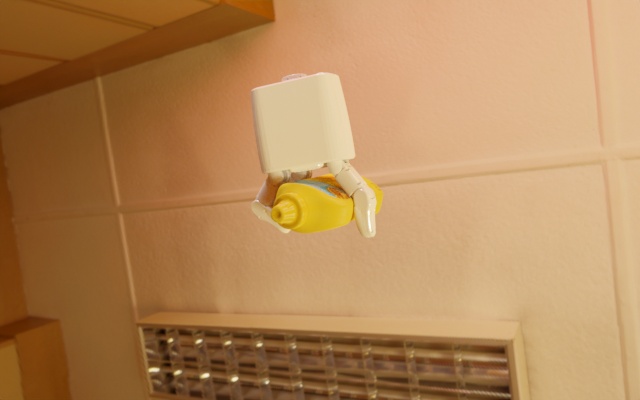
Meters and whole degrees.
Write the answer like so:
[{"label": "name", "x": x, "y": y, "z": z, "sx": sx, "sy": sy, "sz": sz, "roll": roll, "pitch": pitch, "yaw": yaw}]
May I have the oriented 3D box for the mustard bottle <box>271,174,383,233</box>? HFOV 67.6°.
[{"label": "mustard bottle", "x": 0.000, "y": 0.002, "z": 0.598, "sx": 0.096, "sy": 0.058, "sz": 0.191, "roll": 19, "pitch": 17, "yaw": 26}]
